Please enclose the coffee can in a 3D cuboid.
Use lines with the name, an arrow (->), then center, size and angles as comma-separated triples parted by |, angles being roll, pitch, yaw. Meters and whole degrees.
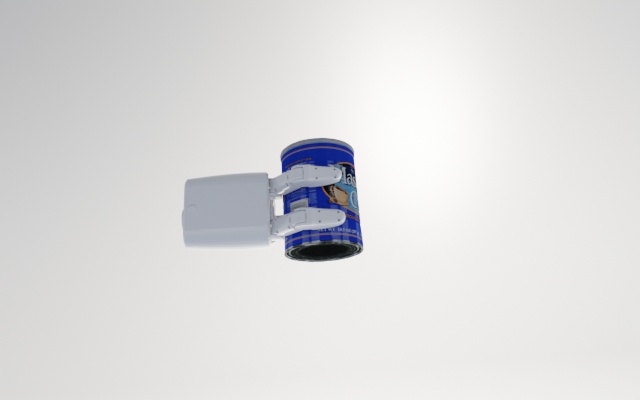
coffee can -> 0.000, 0.002, 0.635 | 0.103, 0.140, 0.103 | -4, -20, -1
